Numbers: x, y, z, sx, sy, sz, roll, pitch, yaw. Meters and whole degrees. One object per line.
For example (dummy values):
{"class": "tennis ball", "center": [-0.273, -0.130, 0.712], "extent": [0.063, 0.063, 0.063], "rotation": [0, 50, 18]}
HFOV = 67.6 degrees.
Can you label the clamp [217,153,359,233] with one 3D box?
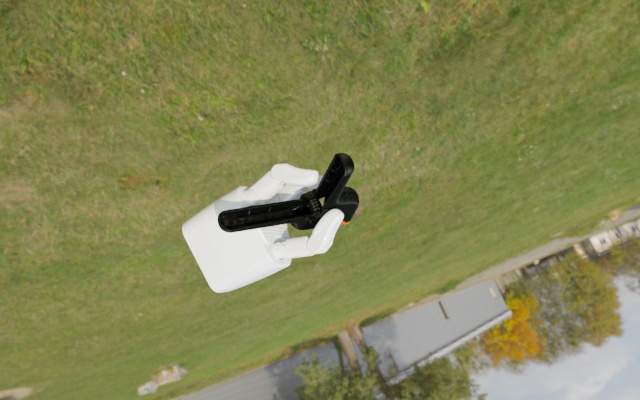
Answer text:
{"class": "clamp", "center": [0.000, 0.003, 0.580], "extent": [0.164, 0.036, 0.210], "rotation": [-27, -17, 23]}
